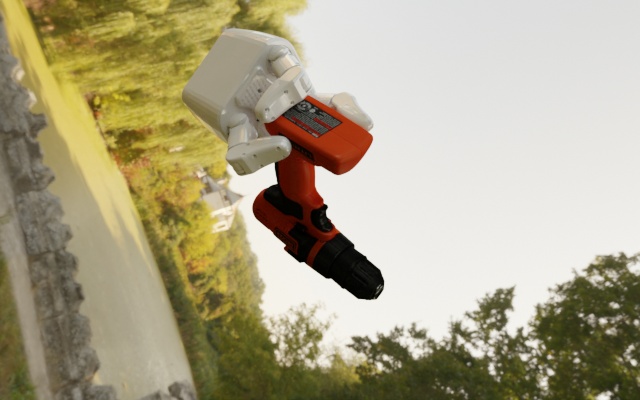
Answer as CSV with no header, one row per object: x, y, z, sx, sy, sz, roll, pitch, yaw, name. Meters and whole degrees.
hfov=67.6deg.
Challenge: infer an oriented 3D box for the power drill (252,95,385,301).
0.000,0.001,0.485,0.184,0.188,0.057,35,51,24,power drill
